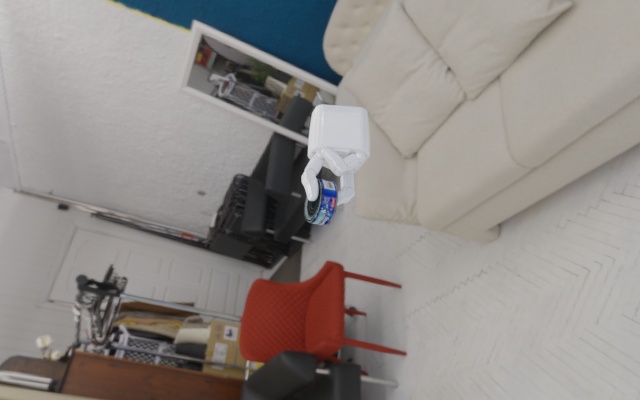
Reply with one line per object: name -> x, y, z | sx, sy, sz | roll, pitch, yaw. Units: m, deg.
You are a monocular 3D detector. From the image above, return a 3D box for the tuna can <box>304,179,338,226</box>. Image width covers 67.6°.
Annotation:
tuna can -> 0.000, 0.003, 0.893 | 0.034, 0.086, 0.086 | 11, -4, -21
